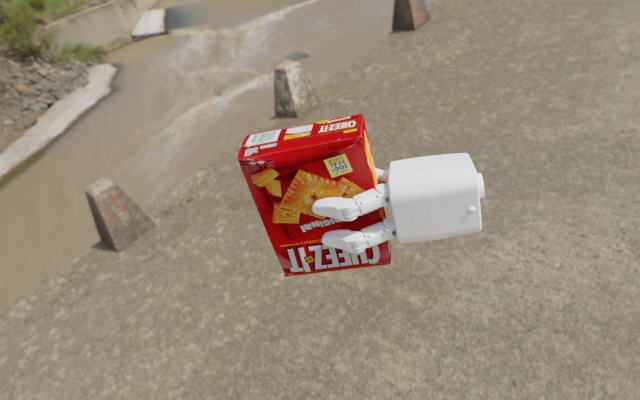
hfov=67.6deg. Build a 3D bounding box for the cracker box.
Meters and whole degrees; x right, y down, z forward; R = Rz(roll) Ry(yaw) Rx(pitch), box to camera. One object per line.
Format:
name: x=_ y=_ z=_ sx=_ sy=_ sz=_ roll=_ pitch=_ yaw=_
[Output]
cracker box: x=0.000 y=0.002 z=0.657 sx=0.164 sy=0.214 sz=0.072 roll=-8 pitch=34 yaw=13
